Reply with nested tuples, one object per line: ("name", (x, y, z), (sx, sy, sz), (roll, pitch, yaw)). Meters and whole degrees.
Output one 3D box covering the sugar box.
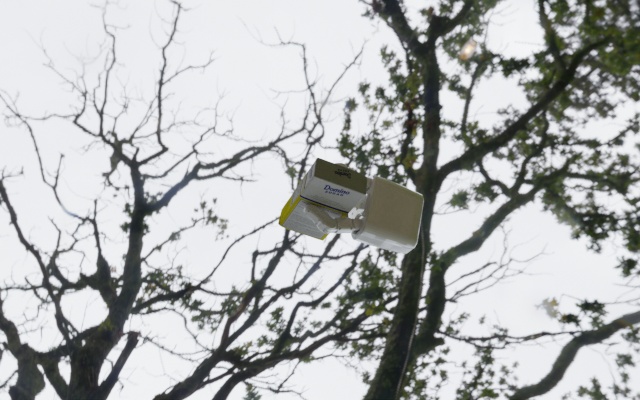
("sugar box", (0.000, 0.002, 0.817), (0.093, 0.048, 0.176), (20, -38, -15))
